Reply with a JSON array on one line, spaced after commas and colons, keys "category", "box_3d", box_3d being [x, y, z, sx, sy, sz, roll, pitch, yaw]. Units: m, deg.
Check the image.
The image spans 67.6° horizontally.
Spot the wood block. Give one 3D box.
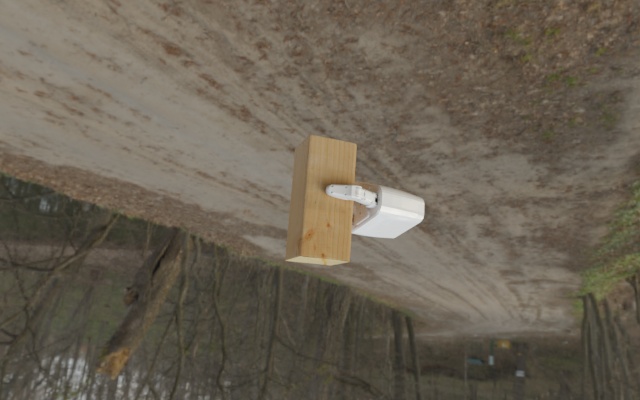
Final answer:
[{"category": "wood block", "box_3d": [0.001, 0.003, 0.830, 0.090, 0.206, 0.091, 9, -14, -19]}]
